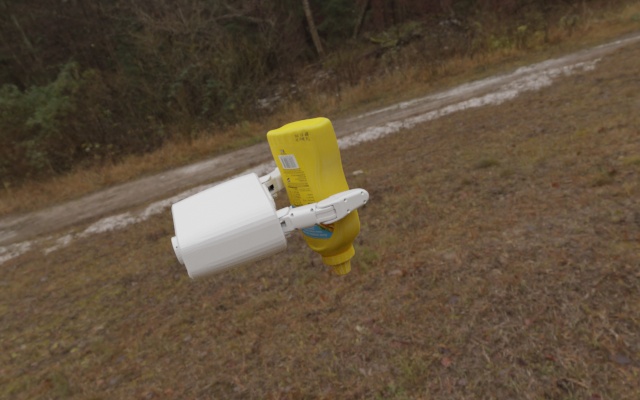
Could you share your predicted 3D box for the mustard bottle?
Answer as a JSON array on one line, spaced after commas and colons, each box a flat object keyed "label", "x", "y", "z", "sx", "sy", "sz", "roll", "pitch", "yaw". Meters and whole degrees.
[{"label": "mustard bottle", "x": 0.000, "y": 0.001, "z": 0.567, "sx": 0.058, "sy": 0.192, "sz": 0.096, "roll": -28, "pitch": 19, "yaw": -33}]
